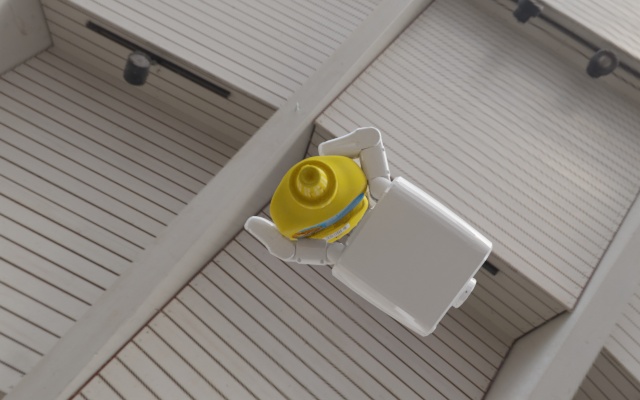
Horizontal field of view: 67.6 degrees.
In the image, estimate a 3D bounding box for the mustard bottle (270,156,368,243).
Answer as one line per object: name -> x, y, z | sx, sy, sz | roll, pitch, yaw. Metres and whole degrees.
mustard bottle -> 0.000, 0.001, 0.465 | 0.096, 0.058, 0.192 | -29, -12, -2
